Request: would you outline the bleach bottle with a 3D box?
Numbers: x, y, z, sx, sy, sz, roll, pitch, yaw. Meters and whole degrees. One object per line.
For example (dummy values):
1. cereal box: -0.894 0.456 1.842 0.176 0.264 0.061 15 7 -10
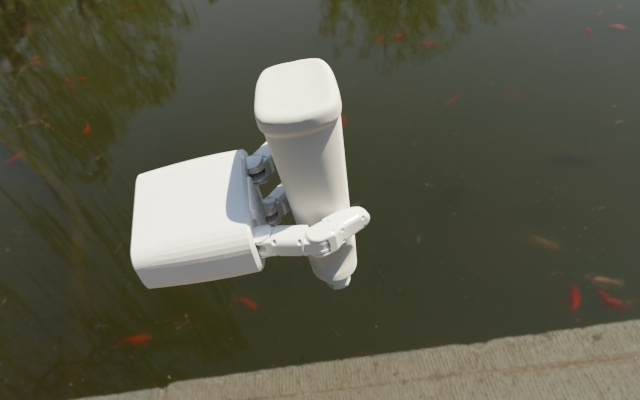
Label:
1. bleach bottle: 0.000 0.001 0.459 0.068 0.251 0.102 -11 40 2
